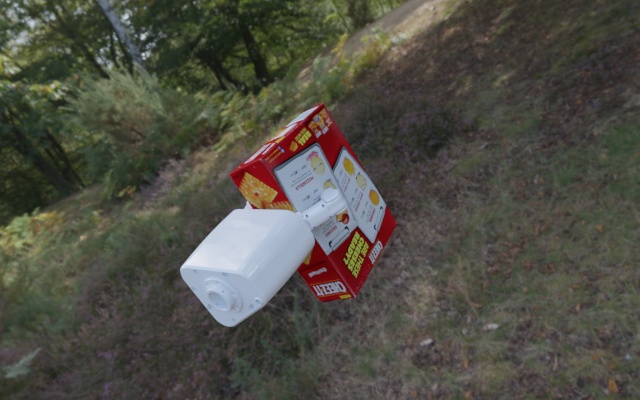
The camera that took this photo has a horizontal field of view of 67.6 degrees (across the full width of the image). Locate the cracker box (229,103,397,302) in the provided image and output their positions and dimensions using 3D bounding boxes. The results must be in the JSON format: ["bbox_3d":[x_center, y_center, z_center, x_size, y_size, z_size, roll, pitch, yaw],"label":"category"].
[{"bbox_3d":[0.000,0.002,0.644,0.072,0.214,0.164,-18,22,40],"label":"cracker box"}]
